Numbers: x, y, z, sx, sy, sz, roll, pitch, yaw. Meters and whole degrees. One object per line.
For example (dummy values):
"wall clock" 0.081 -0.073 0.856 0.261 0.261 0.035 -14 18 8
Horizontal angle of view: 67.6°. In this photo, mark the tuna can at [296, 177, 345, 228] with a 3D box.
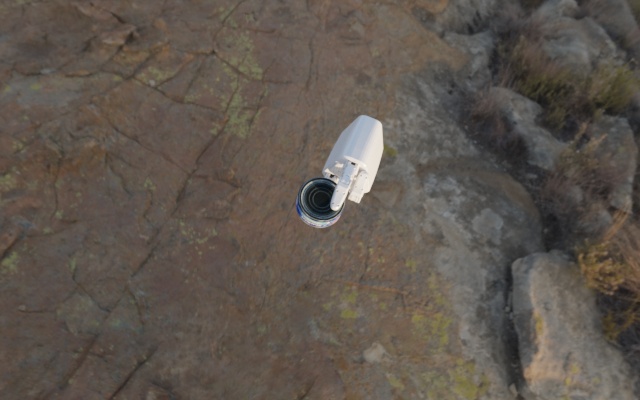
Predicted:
"tuna can" 0.000 0.003 0.846 0.086 0.086 0.034 0 -21 -10
